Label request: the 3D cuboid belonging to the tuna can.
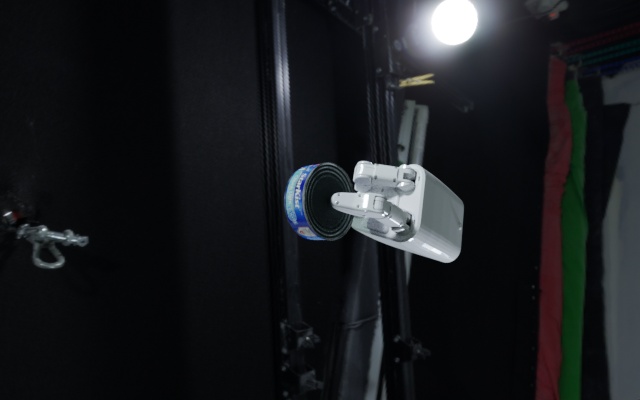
[{"bbox_3d":[0.000,0.002,0.534,0.034,0.086,0.086,-4,-3,42],"label":"tuna can"}]
